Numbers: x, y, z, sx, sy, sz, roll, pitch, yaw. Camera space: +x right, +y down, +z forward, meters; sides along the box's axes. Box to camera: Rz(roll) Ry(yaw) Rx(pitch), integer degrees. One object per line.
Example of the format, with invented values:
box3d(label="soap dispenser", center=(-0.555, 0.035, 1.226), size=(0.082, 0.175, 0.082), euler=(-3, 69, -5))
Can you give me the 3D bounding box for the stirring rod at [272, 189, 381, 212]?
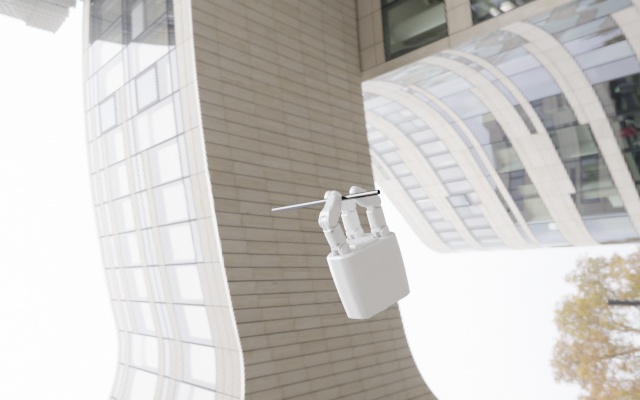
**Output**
box3d(label="stirring rod", center=(0.000, 0.003, 0.770), size=(0.011, 0.011, 0.239), euler=(0, -7, -45))
